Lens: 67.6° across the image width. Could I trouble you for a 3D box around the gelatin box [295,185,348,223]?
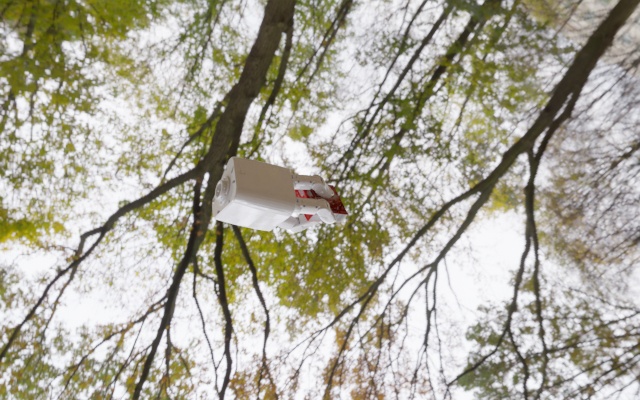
[{"bbox_3d":[0.000,0.003,0.887,0.089,0.073,0.030,5,-42,-42],"label":"gelatin box"}]
